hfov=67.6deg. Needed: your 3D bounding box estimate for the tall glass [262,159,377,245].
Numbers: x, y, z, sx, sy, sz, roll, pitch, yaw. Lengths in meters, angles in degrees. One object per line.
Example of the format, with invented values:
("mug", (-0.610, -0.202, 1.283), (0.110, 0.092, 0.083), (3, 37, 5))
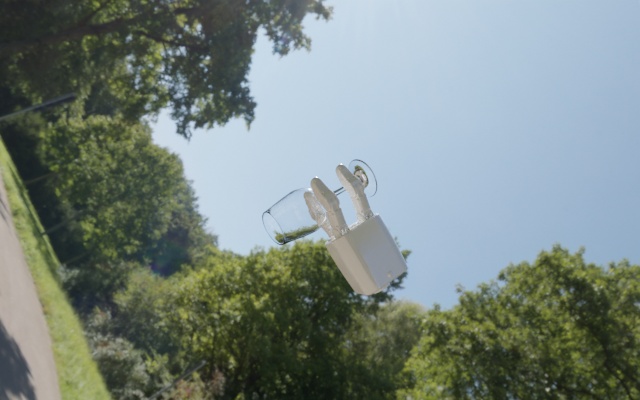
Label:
("tall glass", (0.001, 0.002, 0.814), (0.201, 0.079, 0.079), (-29, 15, -28))
